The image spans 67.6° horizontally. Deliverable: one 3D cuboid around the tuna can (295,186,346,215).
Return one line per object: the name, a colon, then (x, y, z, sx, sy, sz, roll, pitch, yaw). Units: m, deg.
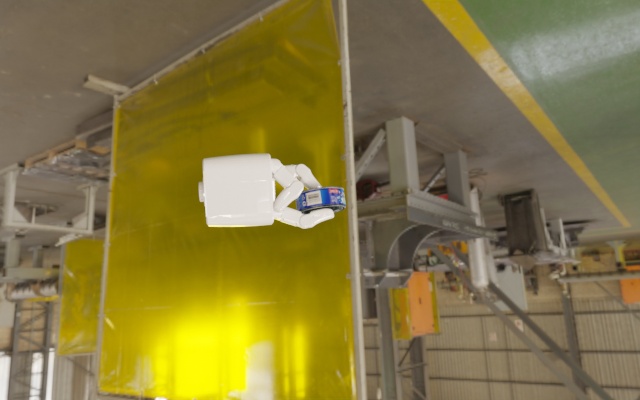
tuna can: (0.000, 0.003, 0.820, 0.086, 0.033, 0.086, -8, -11, -2)
